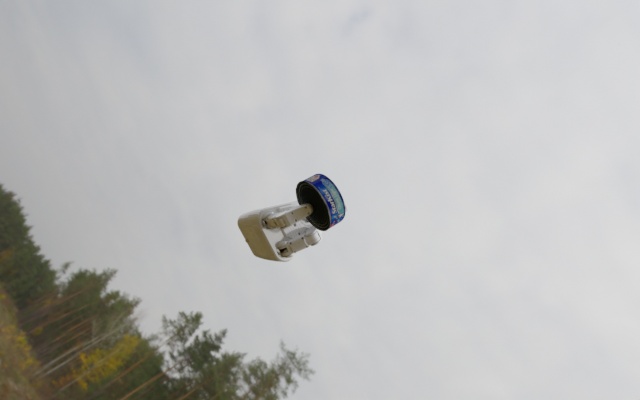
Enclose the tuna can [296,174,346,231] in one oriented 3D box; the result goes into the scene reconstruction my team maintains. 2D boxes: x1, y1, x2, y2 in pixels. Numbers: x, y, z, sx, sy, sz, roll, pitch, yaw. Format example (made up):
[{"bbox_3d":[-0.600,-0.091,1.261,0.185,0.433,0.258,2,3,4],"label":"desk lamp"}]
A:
[{"bbox_3d":[0.001,0.002,0.739,0.033,0.086,0.086,-29,14,-27],"label":"tuna can"}]
